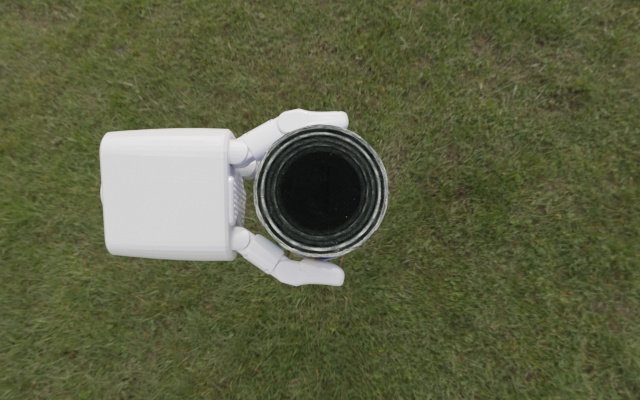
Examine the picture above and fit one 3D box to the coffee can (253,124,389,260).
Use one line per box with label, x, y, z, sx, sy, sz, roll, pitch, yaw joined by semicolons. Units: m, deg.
coffee can;0.000;0.001;0.426;0.103;0.103;0.140;0;-8;0
